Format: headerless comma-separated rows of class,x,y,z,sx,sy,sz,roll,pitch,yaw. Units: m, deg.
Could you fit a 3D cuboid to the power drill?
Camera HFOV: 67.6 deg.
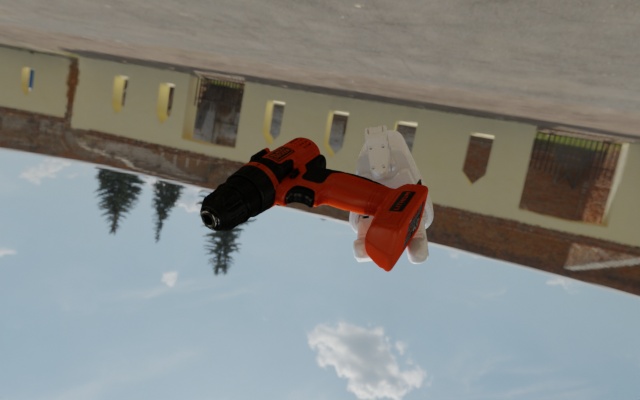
power drill,0.001,0.002,0.480,0.187,0.057,0.184,22,37,20
